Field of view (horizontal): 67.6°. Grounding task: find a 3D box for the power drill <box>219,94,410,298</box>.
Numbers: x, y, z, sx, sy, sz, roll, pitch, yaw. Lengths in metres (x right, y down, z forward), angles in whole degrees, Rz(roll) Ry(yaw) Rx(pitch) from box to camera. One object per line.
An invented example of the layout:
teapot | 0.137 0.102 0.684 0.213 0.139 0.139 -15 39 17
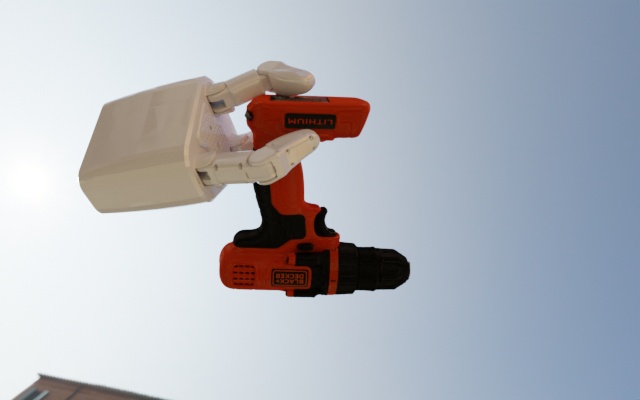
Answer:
power drill | 0.000 0.001 0.437 0.184 0.188 0.057 1 18 -7
